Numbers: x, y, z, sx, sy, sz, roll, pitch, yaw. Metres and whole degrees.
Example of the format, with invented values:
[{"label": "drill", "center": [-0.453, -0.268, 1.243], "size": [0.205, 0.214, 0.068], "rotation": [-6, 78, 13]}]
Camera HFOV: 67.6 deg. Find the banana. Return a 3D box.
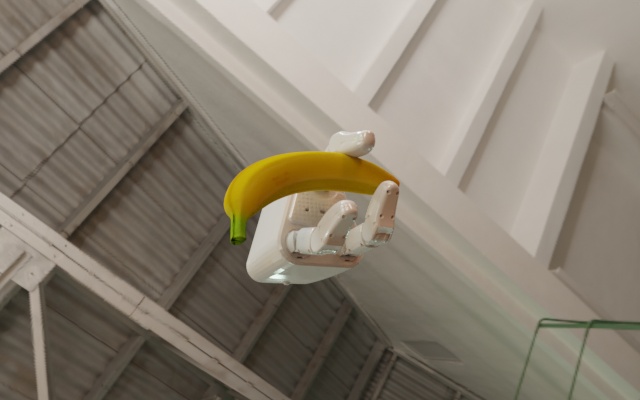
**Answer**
[{"label": "banana", "center": [-0.011, -0.014, 0.428], "size": [0.198, 0.069, 0.037], "rotation": [-18, -16, -39]}]
